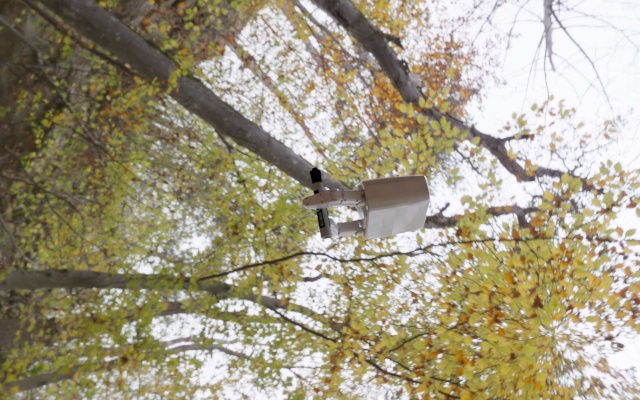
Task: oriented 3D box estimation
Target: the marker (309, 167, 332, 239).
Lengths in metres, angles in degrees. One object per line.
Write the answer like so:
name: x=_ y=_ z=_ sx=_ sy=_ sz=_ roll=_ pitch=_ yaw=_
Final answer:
marker: x=0.000 y=0.003 z=0.770 sx=0.020 sy=0.121 sz=0.020 roll=-9 pitch=-20 yaw=-3
